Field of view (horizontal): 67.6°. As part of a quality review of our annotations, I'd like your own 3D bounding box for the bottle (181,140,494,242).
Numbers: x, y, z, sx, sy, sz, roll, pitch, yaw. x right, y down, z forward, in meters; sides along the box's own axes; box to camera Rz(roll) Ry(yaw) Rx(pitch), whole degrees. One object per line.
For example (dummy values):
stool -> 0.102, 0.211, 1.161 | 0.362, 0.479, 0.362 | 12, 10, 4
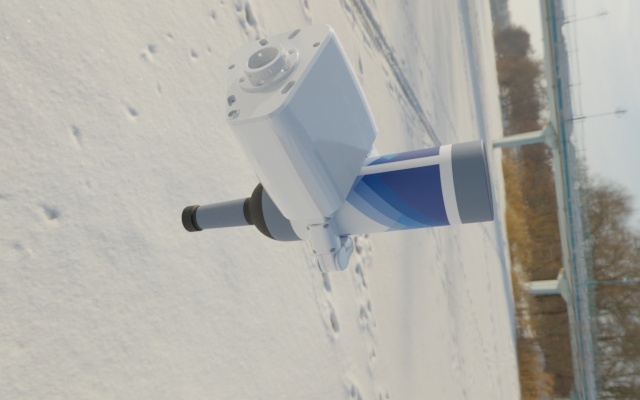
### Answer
bottle -> 0.000, 0.001, 0.439 | 0.296, 0.069, 0.069 | -8, -3, 22
